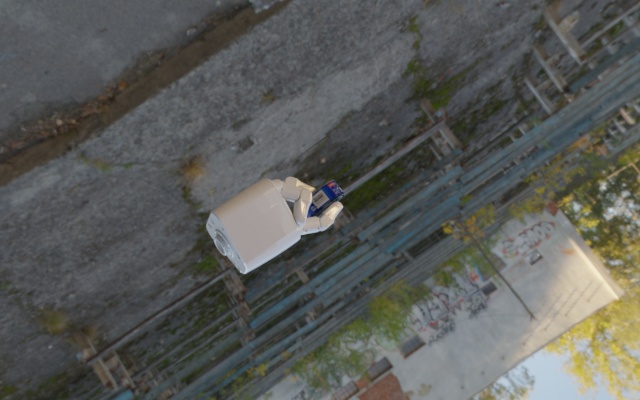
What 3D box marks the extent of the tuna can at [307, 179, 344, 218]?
[{"bbox_3d":[0.001,0.003,0.837,0.086,0.034,0.086,-39,-7,-5],"label":"tuna can"}]
